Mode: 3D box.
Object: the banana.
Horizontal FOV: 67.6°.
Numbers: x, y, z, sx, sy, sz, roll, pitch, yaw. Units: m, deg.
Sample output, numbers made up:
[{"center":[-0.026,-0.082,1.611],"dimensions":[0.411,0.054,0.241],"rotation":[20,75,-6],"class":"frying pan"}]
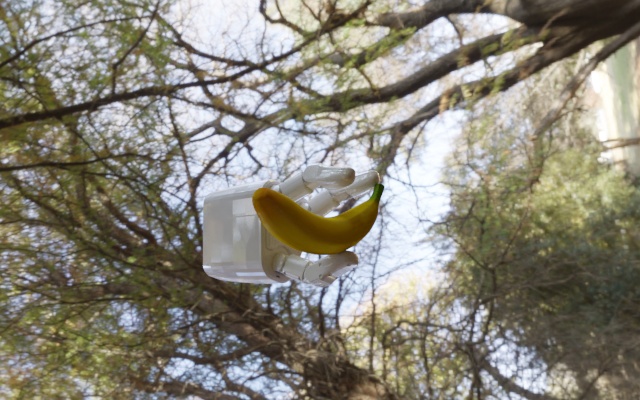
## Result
[{"center":[0.003,0.020,0.466],"dimensions":[0.037,0.069,0.198],"rotation":[-3,1,36],"class":"banana"}]
